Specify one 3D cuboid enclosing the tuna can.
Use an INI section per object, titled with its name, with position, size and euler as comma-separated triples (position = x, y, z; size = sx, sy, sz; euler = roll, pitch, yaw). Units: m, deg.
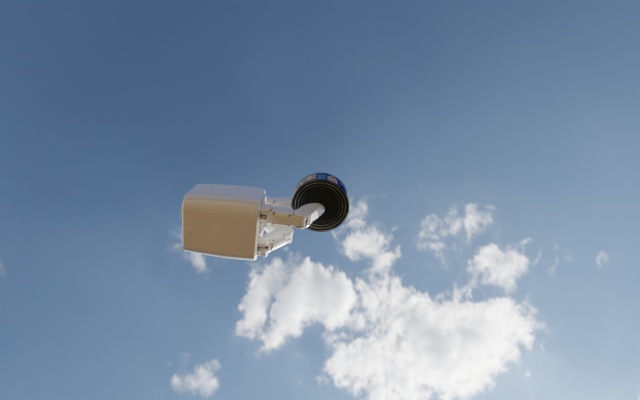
[tuna can]
position = 0.000, 0.002, 0.719
size = 0.086, 0.086, 0.033
euler = 0, 25, 2
